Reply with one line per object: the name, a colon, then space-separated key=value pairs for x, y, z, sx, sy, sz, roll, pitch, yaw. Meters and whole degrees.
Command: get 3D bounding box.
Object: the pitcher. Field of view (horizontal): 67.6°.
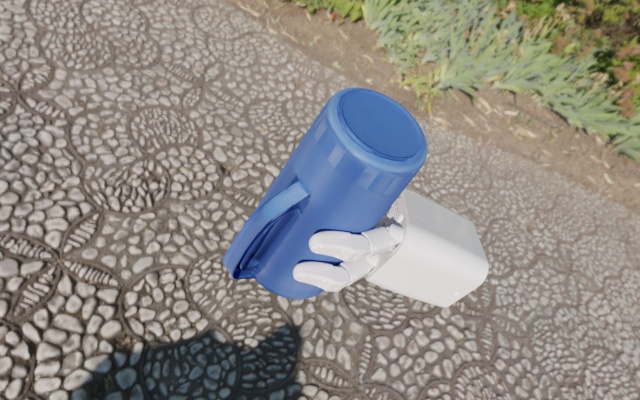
pitcher: x=0.000 y=0.002 z=0.518 sx=0.145 sy=0.149 sz=0.243 roll=23 pitch=-44 yaw=-12
